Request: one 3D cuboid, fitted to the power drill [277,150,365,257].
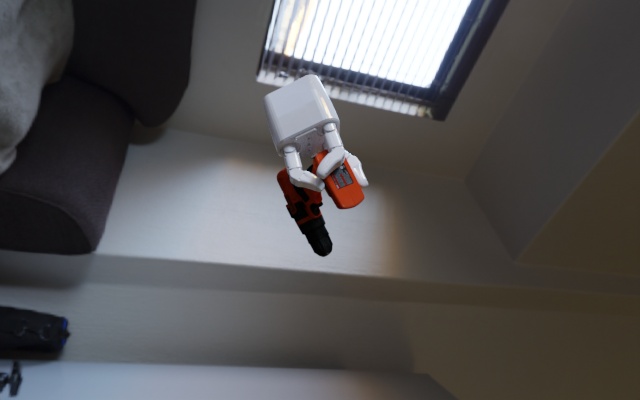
[{"bbox_3d":[0.000,0.002,0.848,0.057,0.184,0.188,-26,-4,-32],"label":"power drill"}]
